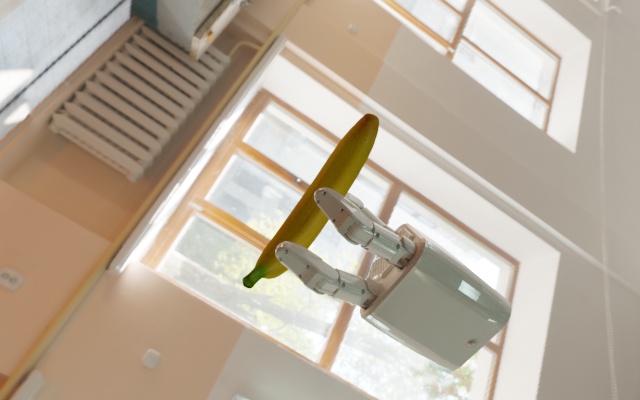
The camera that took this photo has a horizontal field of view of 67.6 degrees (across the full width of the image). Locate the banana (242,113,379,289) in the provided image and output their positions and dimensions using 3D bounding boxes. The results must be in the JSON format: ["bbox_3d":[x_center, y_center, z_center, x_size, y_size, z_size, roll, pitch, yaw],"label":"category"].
[{"bbox_3d":[-0.003,0.005,0.465,0.037,0.198,0.069,35,-2,-2],"label":"banana"}]
